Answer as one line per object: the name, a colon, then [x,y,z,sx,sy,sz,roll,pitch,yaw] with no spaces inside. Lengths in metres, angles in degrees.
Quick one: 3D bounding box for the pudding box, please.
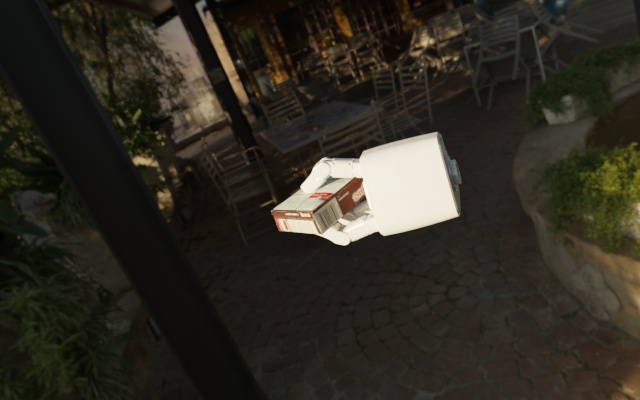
pudding box: [0.000,0.002,0.678,0.090,0.039,0.113,0,28,47]
